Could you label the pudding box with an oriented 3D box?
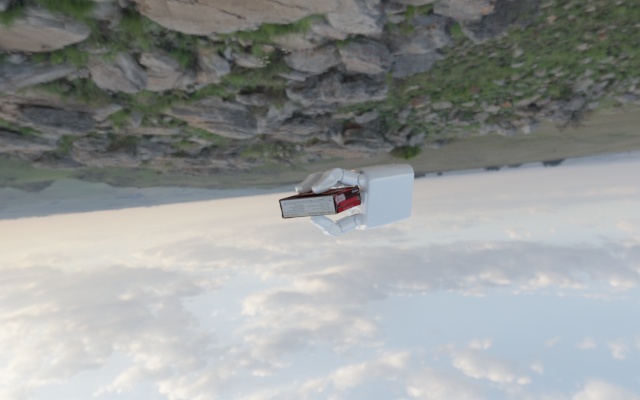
[{"bbox_3d":[0.000,0.003,0.818,0.113,0.039,0.090,-8,5,32],"label":"pudding box"}]
